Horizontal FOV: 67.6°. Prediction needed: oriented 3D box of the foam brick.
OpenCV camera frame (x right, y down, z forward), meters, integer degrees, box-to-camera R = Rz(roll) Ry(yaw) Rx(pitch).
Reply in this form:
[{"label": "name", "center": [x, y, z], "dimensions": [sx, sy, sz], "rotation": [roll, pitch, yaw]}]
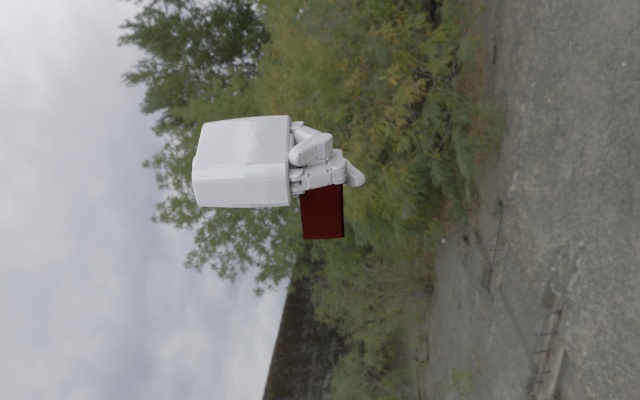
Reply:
[{"label": "foam brick", "center": [0.000, 0.002, 0.584], "dimensions": [0.051, 0.078, 0.053], "rotation": [-6, 31, -3]}]
